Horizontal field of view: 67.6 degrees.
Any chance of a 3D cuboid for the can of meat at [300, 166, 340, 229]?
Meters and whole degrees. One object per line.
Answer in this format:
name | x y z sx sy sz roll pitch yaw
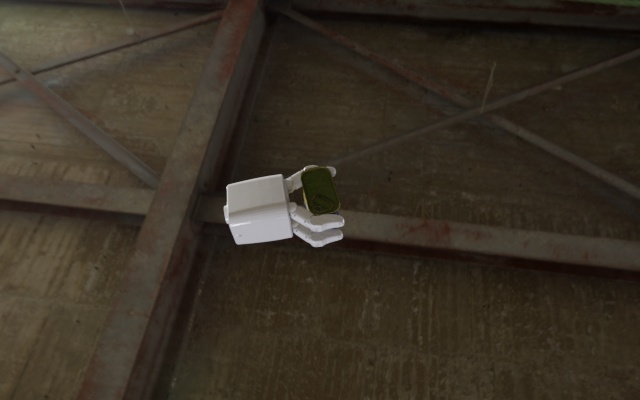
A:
can of meat | 0.000 0.003 0.881 0.057 0.102 0.084 -13 -32 -6
